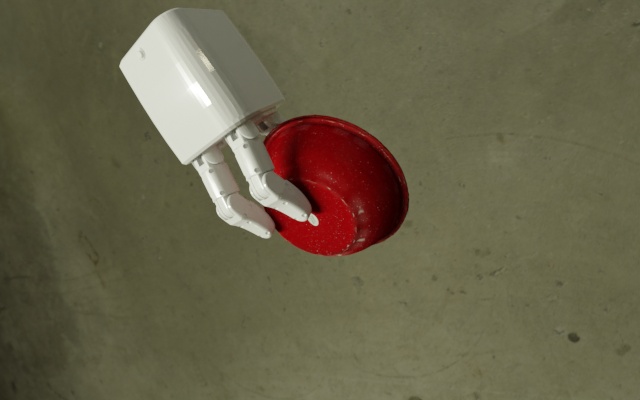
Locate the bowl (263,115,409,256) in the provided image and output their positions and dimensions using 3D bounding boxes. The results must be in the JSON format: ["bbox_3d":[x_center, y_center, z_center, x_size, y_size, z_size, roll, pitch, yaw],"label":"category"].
[{"bbox_3d":[0.001,0.003,0.462,0.162,0.162,0.055,0,37,28],"label":"bowl"}]
